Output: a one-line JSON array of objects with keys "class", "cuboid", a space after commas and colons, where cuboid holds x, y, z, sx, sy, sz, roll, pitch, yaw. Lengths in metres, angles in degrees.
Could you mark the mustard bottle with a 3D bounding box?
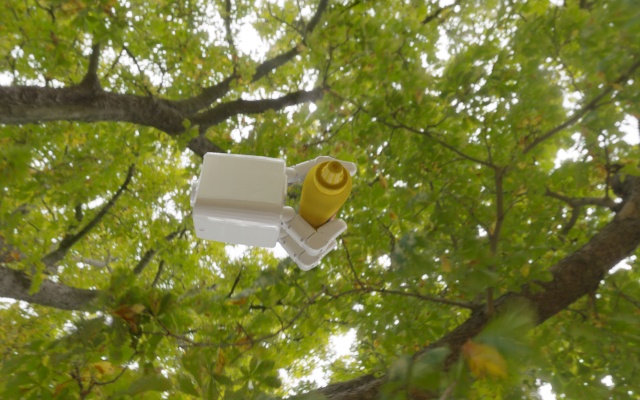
[{"class": "mustard bottle", "cuboid": [0.000, 0.002, 0.630, 0.058, 0.096, 0.192, 29, -27, 4]}]
